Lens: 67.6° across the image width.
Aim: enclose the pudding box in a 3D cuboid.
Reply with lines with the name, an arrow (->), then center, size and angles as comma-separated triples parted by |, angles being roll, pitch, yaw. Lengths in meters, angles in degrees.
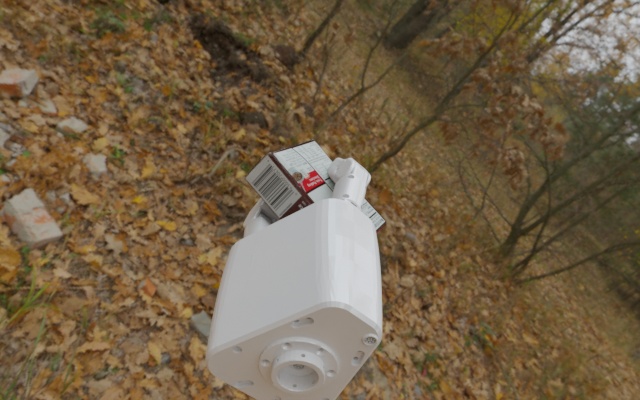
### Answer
pudding box -> 0.000, 0.001, 0.429 | 0.039, 0.113, 0.090 | -42, -5, 27
